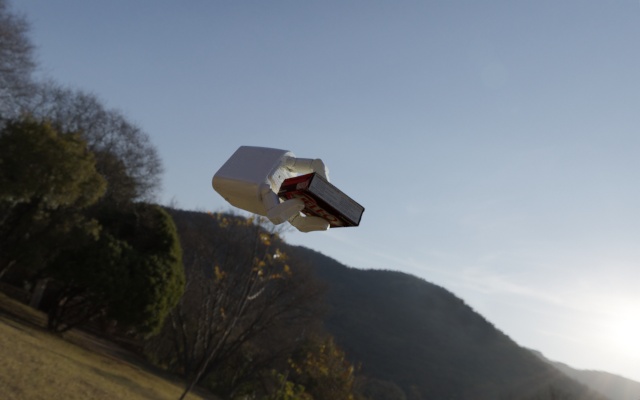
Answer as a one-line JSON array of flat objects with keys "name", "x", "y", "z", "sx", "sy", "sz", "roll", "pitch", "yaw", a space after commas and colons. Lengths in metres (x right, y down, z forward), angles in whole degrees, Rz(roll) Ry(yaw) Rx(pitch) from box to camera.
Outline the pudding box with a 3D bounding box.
[{"name": "pudding box", "x": 0.000, "y": 0.002, "z": 0.756, "sx": 0.113, "sy": 0.039, "sz": 0.090, "roll": 33, "pitch": -21, "yaw": -28}]
